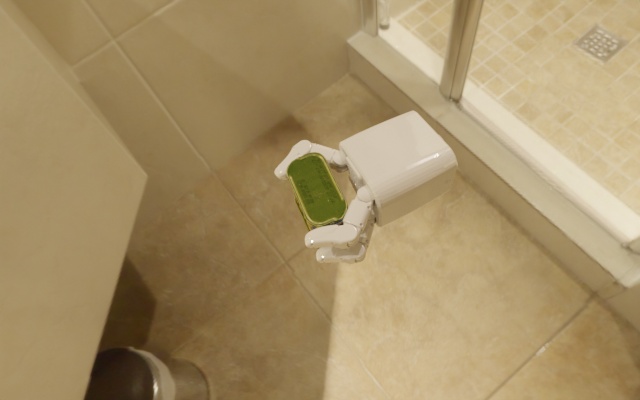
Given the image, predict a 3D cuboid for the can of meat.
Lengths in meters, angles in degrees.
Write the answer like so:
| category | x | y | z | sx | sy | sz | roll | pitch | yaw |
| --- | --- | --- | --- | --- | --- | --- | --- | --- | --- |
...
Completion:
| category | x | y | z | sx | sy | sz | roll | pitch | yaw |
| --- | --- | --- | --- | --- | --- | --- | --- | --- | --- |
| can of meat | 0.000 | 0.002 | 0.592 | 0.057 | 0.102 | 0.084 | -24 | -25 | -3 |
